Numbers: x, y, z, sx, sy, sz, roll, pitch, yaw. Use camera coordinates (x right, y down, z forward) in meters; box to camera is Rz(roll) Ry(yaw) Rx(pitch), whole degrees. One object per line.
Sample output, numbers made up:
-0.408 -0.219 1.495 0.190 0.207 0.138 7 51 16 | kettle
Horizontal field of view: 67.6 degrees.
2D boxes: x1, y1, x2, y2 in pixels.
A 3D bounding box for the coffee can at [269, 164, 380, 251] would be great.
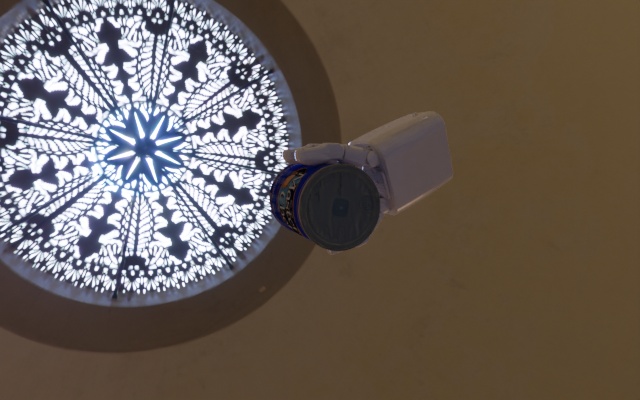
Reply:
0.000 0.002 0.619 0.103 0.103 0.140 0 6 -21 | coffee can
